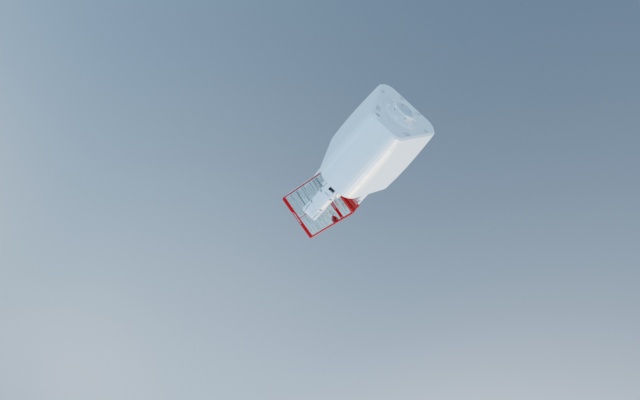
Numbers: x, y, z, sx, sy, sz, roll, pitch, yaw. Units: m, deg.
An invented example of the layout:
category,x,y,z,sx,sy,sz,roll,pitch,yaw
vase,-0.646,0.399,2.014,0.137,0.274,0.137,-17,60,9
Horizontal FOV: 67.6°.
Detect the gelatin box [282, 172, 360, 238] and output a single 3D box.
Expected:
category,x,y,z,sx,sy,sz,roll,pitch,yaw
gelatin box,0.000,0.003,0.686,0.089,0.073,0.030,-33,5,32
